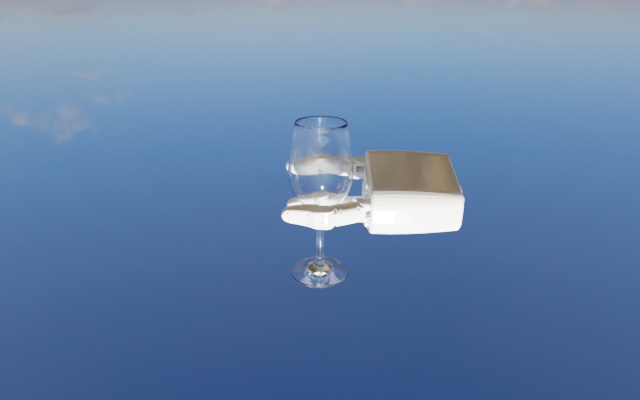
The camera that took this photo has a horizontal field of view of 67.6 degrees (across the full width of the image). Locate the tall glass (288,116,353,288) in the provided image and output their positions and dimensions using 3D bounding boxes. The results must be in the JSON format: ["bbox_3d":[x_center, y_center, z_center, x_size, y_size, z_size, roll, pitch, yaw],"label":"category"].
[{"bbox_3d":[0.000,0.003,0.583,0.079,0.201,0.079,0,23,0],"label":"tall glass"}]
